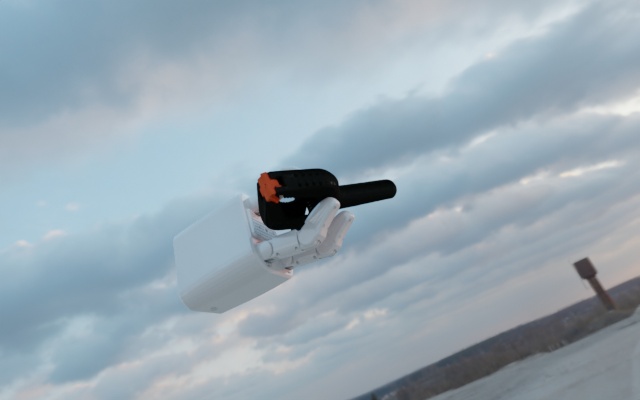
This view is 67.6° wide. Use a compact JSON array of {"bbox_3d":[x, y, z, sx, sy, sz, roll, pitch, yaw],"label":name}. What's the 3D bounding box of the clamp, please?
[{"bbox_3d":[-0.001,0.001,0.553,0.164,0.036,0.210,-32,-24,9],"label":"clamp"}]
